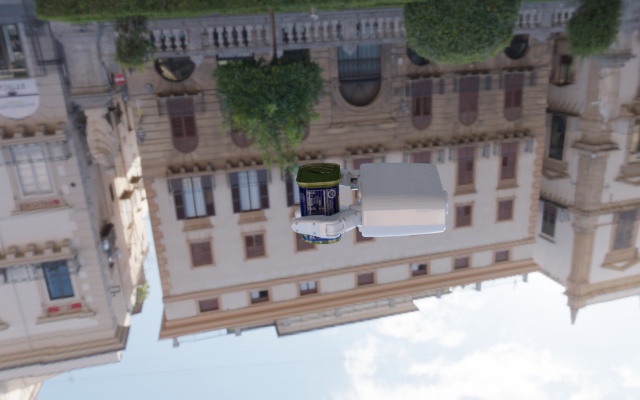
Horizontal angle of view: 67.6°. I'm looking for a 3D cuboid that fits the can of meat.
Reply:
[{"bbox_3d":[0.000,0.002,0.639,0.057,0.084,0.102,-3,18,2],"label":"can of meat"}]
